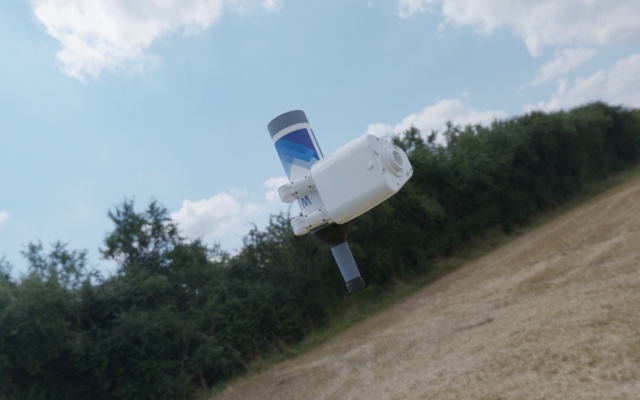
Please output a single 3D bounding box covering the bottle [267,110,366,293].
[{"bbox_3d":[0.000,0.002,0.752,0.069,0.295,0.069,-22,-10,-4],"label":"bottle"}]
